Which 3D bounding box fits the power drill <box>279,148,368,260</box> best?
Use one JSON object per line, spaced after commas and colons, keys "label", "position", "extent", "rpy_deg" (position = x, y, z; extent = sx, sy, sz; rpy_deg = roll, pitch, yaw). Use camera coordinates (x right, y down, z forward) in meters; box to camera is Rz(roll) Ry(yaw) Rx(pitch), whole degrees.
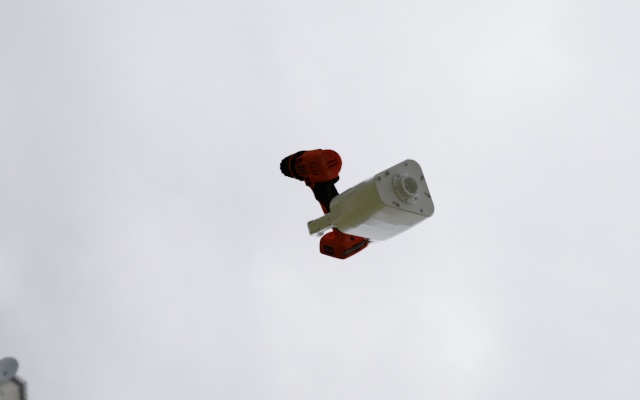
{"label": "power drill", "position": [0.000, 0.003, 0.815], "extent": [0.057, 0.188, 0.184], "rpy_deg": [-27, 13, -21]}
